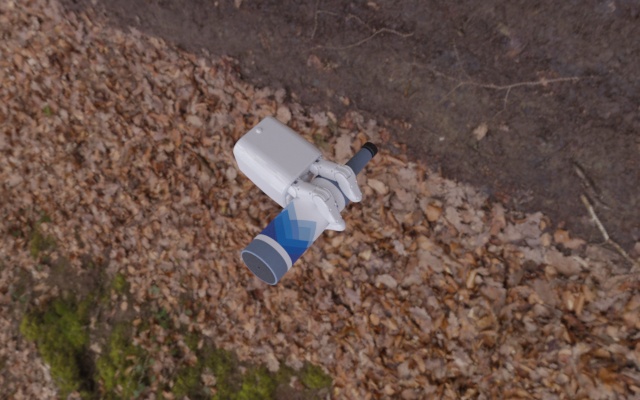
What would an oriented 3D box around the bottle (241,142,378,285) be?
[{"bbox_3d":[0.000,0.003,0.743,0.069,0.069,0.295,0,39,49],"label":"bottle"}]
